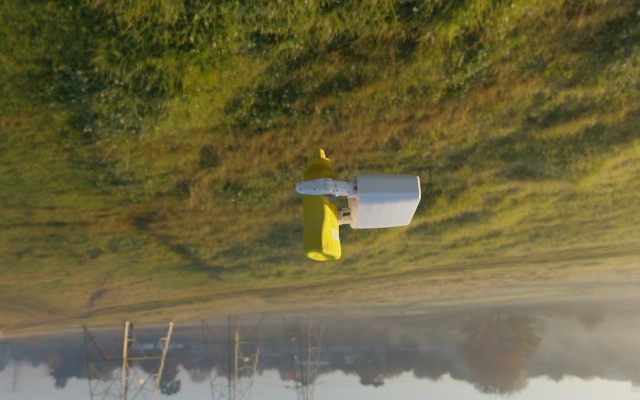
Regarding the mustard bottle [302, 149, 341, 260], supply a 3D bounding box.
[{"bbox_3d":[0.000,0.003,0.823,0.058,0.191,0.096,-7,-17,18],"label":"mustard bottle"}]
